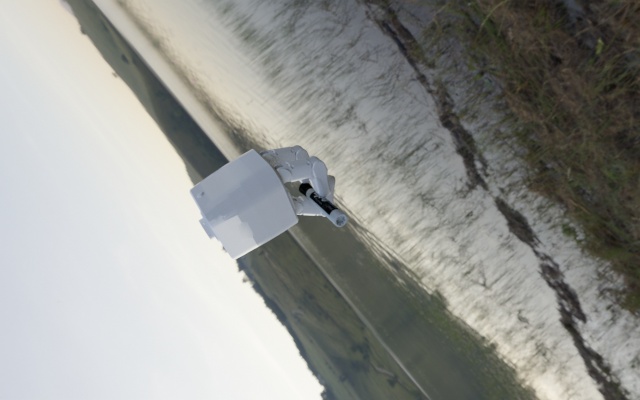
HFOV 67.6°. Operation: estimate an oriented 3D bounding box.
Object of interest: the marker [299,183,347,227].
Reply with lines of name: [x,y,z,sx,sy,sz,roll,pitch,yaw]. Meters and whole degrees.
marker: [0.000,0.002,0.654,0.020,0.020,0.121,0,23,-28]
